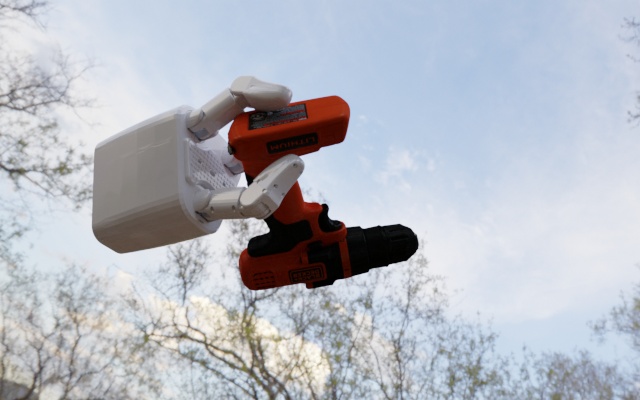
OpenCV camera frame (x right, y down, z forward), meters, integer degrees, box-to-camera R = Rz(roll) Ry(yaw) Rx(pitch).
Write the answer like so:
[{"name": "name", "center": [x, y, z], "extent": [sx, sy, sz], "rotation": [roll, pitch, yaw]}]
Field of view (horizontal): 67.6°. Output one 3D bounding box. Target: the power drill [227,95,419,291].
[{"name": "power drill", "center": [0.000, 0.001, 0.449], "extent": [0.184, 0.188, 0.057], "rotation": [-11, 32, -2]}]
